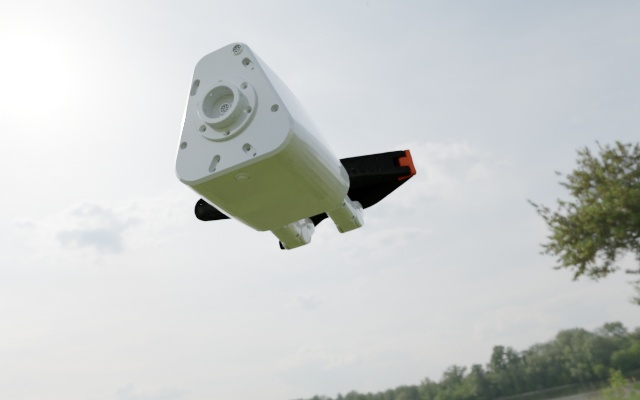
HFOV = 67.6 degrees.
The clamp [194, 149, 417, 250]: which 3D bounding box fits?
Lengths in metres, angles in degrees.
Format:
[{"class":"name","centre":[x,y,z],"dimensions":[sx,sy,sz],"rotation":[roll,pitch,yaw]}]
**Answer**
[{"class":"clamp","centre":[0.000,0.001,0.501],"dimensions":[0.210,0.036,0.165],"rotation":[-19,-24,15]}]
